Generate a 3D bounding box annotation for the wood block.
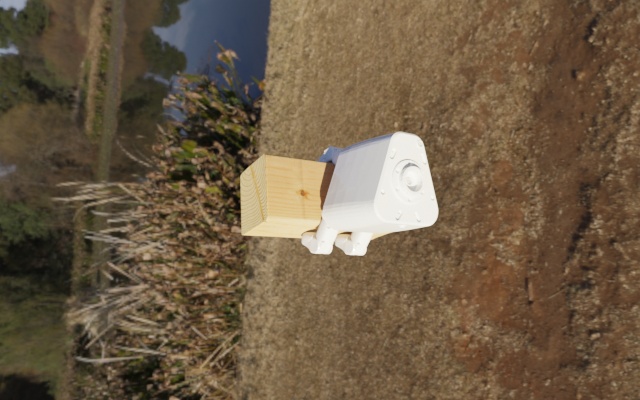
[{"bbox_3d":[0.000,0.002,0.677,0.206,0.090,0.090,6,-20,-29],"label":"wood block"}]
